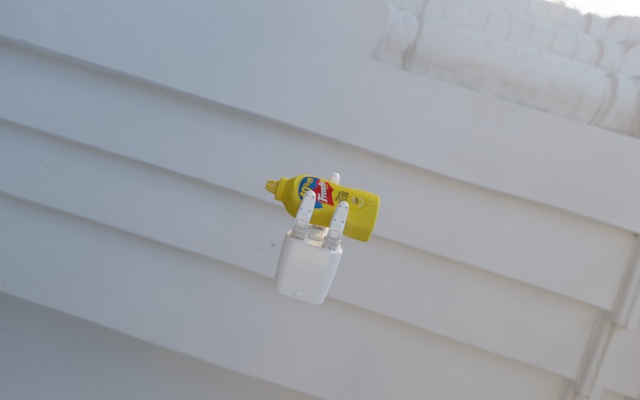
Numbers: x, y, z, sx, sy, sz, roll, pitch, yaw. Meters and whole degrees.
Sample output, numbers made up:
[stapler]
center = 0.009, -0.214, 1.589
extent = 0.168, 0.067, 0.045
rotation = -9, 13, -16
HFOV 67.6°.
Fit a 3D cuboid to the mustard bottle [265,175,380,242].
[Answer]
[mustard bottle]
center = 0.000, 0.002, 0.803
extent = 0.191, 0.058, 0.096
rotation = 17, 42, 1
